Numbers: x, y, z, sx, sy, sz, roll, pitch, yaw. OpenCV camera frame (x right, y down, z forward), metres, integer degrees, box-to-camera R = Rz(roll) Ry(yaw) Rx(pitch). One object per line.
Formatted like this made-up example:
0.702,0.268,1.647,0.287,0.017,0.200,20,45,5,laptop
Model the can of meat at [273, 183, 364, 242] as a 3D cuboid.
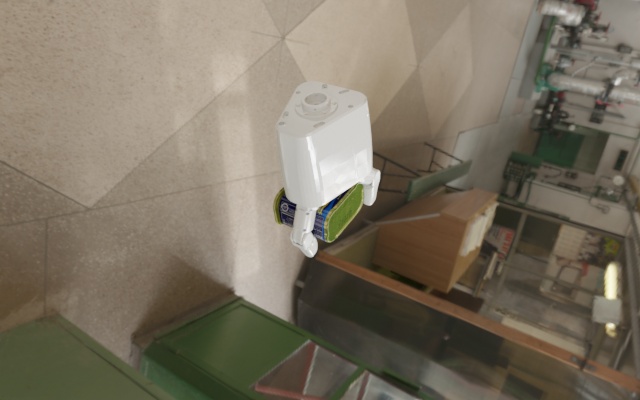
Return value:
0.000,0.002,0.647,0.084,0.057,0.102,20,47,26,can of meat
